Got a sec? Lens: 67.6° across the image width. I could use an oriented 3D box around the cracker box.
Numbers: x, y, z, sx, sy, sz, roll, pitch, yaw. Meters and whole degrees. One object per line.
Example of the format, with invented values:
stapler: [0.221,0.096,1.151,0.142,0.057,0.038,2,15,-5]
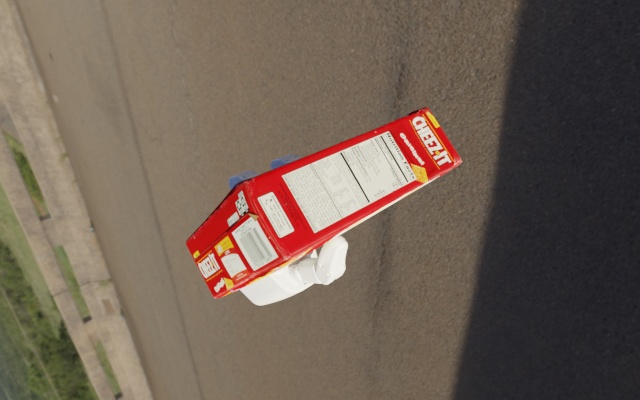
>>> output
cracker box: [0.000,0.002,0.447,0.213,0.072,0.164,-26,-5,-35]
